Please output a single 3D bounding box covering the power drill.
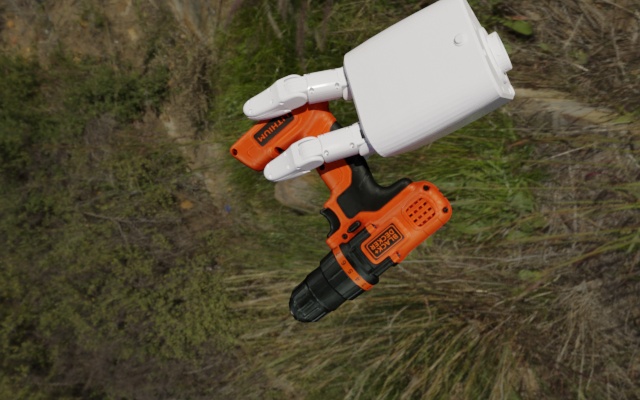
[{"bbox_3d":[0.000,0.001,0.460,0.184,0.187,0.057,-40,-5,9],"label":"power drill"}]
